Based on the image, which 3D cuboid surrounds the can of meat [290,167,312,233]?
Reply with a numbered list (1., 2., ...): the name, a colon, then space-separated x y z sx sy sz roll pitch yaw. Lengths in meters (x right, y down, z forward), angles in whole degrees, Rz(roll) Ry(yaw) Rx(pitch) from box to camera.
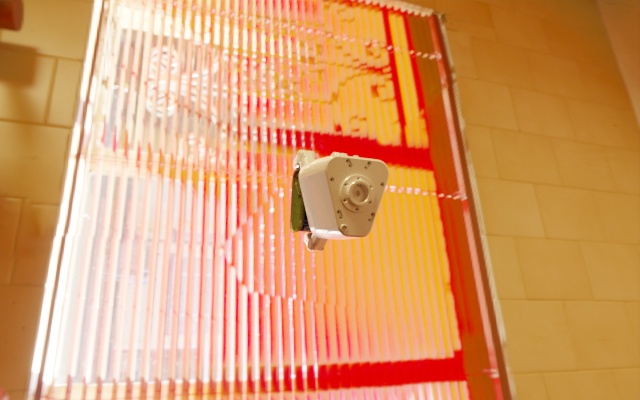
1. can of meat: 0.000 0.003 0.762 0.084 0.102 0.057 5 -8 -18
